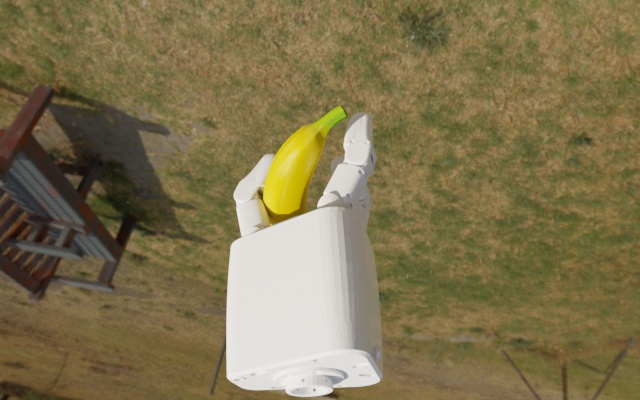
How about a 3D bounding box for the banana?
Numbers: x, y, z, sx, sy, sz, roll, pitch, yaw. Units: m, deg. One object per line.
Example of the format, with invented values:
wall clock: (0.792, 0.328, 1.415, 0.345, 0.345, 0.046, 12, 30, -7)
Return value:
banana: (-0.017, 0.002, 0.432, 0.069, 0.037, 0.198, -10, -35, -14)
